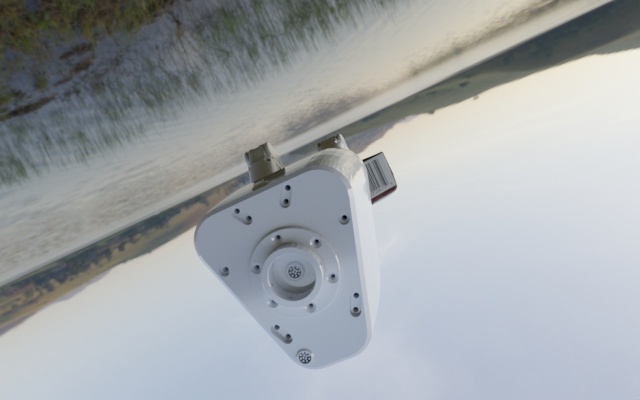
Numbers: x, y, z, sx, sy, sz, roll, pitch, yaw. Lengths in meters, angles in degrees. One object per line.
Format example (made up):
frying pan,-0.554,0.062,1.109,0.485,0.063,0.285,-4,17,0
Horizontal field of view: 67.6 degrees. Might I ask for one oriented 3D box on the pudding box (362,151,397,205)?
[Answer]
pudding box,0.000,0.002,0.427,0.113,0.039,0.090,-26,5,-18
